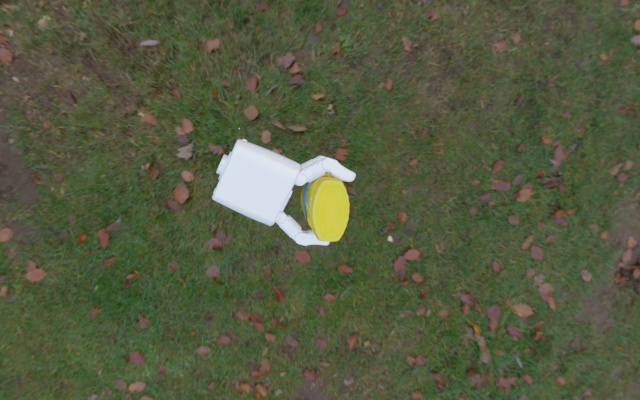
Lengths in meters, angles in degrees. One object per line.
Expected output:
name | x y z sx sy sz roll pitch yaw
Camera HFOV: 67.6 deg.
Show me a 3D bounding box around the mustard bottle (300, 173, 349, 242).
mustard bottle | 0.000 0.003 0.797 0.058 0.096 0.191 0 8 -9
